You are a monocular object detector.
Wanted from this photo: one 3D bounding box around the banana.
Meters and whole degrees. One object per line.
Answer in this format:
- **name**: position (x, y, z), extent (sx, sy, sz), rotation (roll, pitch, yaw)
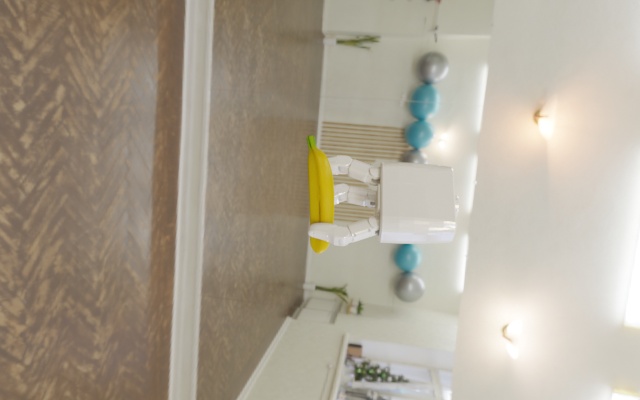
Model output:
- **banana**: position (0.001, 0.008, 0.705), extent (0.037, 0.198, 0.069), rotation (-2, 27, -2)
